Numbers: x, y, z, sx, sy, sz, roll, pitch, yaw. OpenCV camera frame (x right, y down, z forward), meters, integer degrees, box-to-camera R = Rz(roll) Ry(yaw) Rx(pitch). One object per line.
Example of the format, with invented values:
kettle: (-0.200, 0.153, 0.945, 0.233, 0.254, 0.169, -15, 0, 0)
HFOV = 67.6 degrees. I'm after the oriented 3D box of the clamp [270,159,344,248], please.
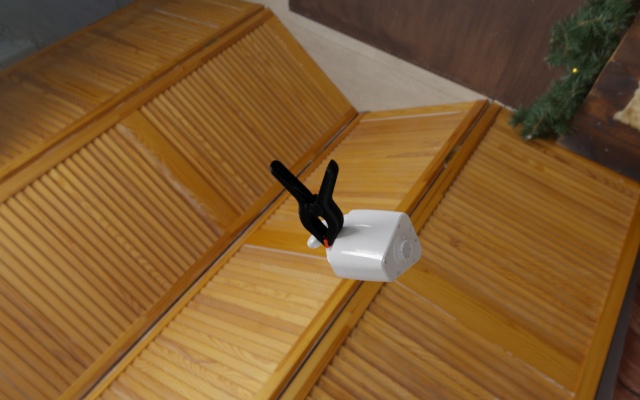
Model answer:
clamp: (0.000, 0.003, 0.758, 0.120, 0.171, 0.039, -2, 38, 42)
